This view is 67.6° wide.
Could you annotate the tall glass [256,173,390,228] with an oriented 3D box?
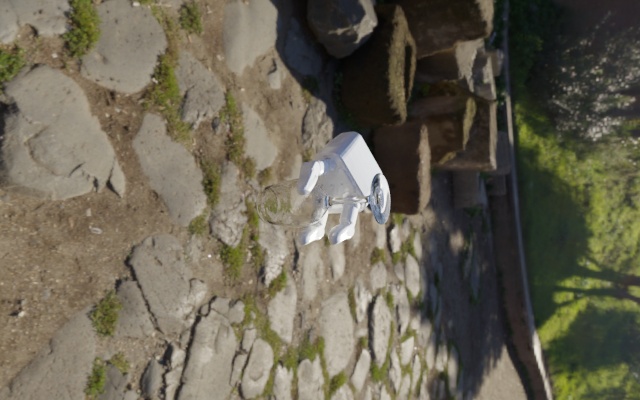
[{"bbox_3d":[0.001,0.002,0.733,0.201,0.079,0.079,-3,-2,28],"label":"tall glass"}]
